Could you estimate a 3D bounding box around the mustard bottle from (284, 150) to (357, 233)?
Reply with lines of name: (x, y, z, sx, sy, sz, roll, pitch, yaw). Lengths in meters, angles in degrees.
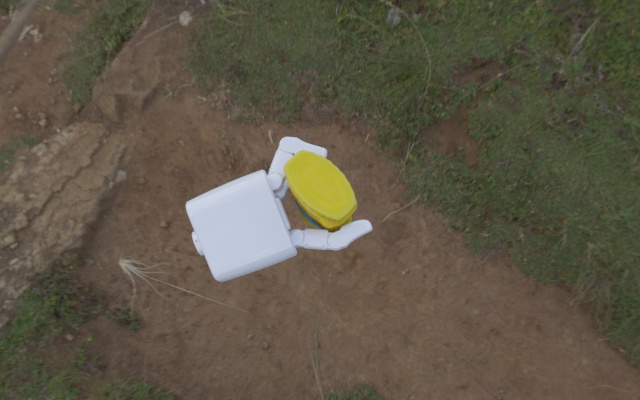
mustard bottle: (0.000, 0.002, 0.635, 0.096, 0.058, 0.192, 43, -9, 9)
